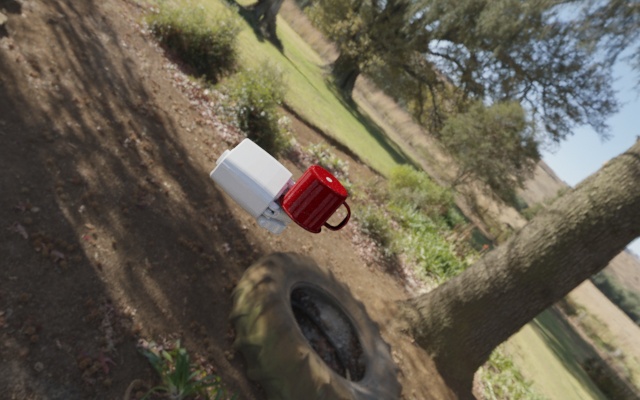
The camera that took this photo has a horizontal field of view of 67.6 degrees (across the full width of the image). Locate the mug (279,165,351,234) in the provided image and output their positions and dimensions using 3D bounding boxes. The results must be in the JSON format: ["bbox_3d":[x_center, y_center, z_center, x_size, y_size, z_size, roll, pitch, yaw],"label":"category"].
[{"bbox_3d":[0.001,0.003,0.803,0.117,0.081,0.093,40,17,-7],"label":"mug"}]
